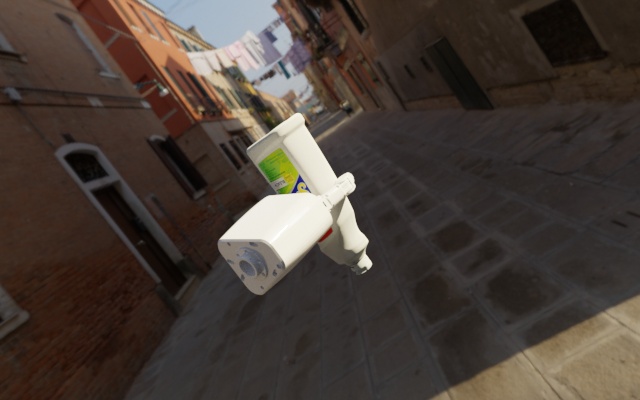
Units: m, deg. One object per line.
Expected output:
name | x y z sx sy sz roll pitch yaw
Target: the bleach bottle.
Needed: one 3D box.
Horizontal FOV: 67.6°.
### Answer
bleach bottle | 0.000 0.002 0.706 0.102 0.251 0.068 -25 14 48
